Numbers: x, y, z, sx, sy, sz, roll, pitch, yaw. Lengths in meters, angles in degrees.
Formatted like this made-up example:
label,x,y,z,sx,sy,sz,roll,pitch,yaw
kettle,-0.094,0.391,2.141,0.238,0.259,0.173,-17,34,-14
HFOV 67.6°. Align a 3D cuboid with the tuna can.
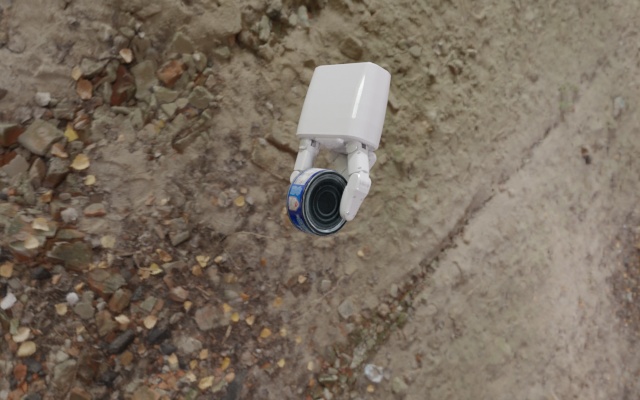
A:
label,x,y,z,sx,sy,sz,roll,pitch,yaw
tuna can,0.000,0.002,0.608,0.086,0.086,0.034,0,5,-39
